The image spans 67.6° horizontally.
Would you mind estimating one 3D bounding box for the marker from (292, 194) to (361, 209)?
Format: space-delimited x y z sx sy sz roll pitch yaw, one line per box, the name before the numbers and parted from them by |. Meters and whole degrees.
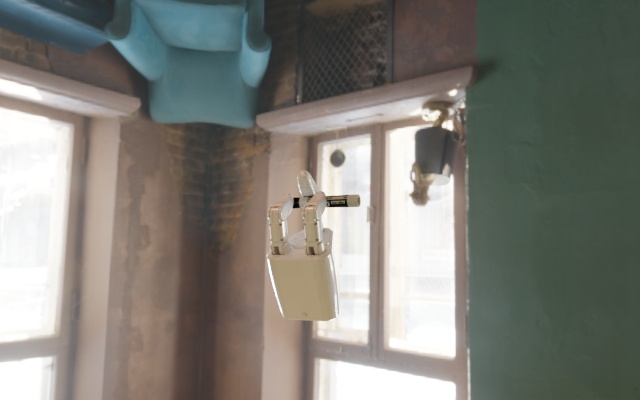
marker | 0.000 0.002 0.712 0.121 0.020 0.020 -2 -1 23
